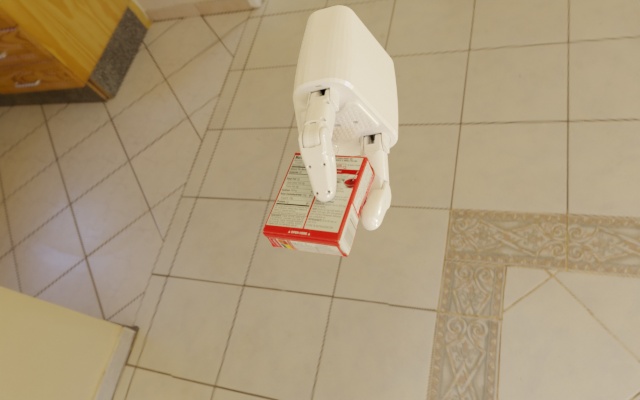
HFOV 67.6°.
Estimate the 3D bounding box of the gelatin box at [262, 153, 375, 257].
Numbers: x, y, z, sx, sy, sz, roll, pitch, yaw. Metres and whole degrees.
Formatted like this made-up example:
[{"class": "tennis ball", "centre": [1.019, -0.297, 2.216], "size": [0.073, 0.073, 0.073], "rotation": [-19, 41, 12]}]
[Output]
[{"class": "gelatin box", "centre": [0.000, 0.001, 0.416], "size": [0.073, 0.089, 0.030], "rotation": [5, -32, 27]}]
